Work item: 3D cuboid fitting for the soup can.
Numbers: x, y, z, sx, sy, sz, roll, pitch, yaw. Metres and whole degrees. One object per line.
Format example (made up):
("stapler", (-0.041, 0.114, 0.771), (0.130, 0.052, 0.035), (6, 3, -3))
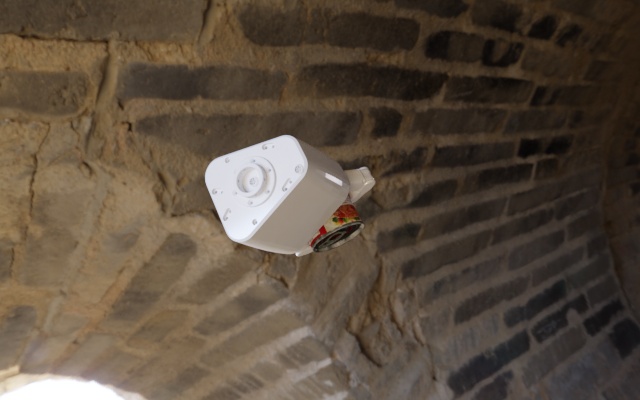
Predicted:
("soup can", (0.000, 0.002, 0.572), (0.068, 0.102, 0.068), (-23, -20, -9))
